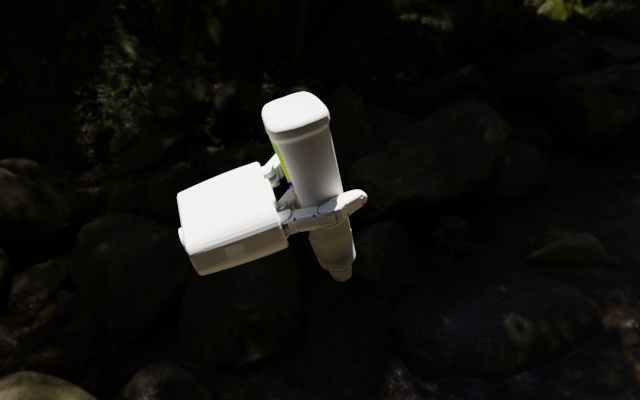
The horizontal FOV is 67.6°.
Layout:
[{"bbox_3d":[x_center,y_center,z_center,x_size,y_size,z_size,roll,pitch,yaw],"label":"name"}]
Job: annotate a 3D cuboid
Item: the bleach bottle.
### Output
[{"bbox_3d":[0.000,0.002,0.582,0.068,0.251,0.102,-20,31,-5],"label":"bleach bottle"}]
